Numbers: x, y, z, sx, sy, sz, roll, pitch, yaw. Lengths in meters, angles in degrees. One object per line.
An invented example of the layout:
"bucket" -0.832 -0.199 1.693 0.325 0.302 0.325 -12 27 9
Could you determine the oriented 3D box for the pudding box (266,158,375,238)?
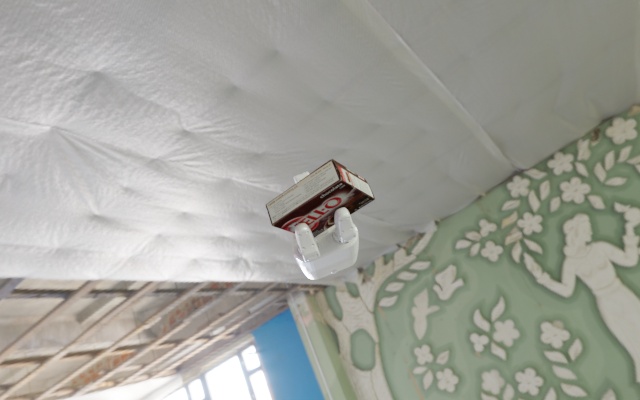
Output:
"pudding box" 0.000 0.002 0.616 0.113 0.039 0.090 -35 -30 20
